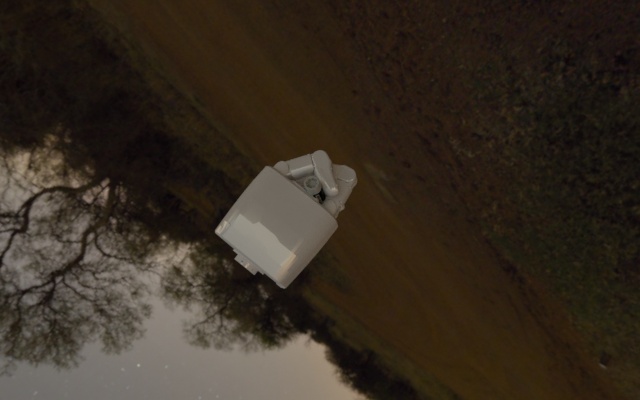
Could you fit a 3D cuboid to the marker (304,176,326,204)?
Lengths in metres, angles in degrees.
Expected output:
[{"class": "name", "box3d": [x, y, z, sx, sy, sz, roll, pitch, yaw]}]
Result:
[{"class": "marker", "box3d": [0.000, 0.002, 0.612, 0.020, 0.020, 0.121, 0, -22, 11]}]
